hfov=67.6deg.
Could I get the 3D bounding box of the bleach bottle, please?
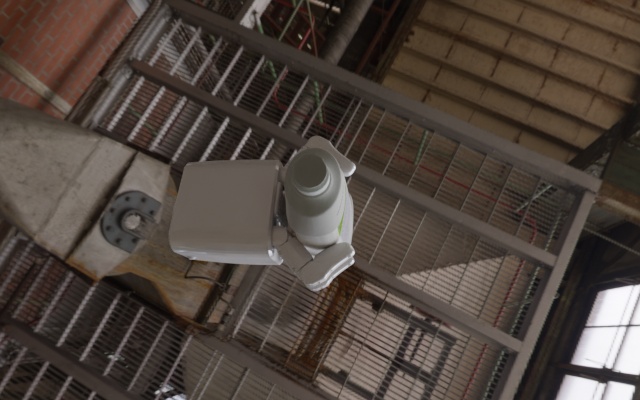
[{"bbox_3d":[0.000,0.002,0.501,0.068,0.102,0.251,1,-15,4],"label":"bleach bottle"}]
